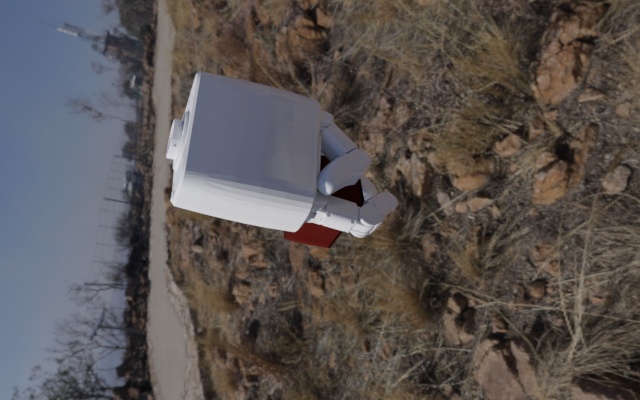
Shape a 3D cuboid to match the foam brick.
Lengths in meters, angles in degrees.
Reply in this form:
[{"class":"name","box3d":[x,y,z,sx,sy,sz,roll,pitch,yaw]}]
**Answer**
[{"class":"foam brick","box3d":[0.000,0.002,0.460,0.051,0.053,0.078,11,-40,-22]}]
